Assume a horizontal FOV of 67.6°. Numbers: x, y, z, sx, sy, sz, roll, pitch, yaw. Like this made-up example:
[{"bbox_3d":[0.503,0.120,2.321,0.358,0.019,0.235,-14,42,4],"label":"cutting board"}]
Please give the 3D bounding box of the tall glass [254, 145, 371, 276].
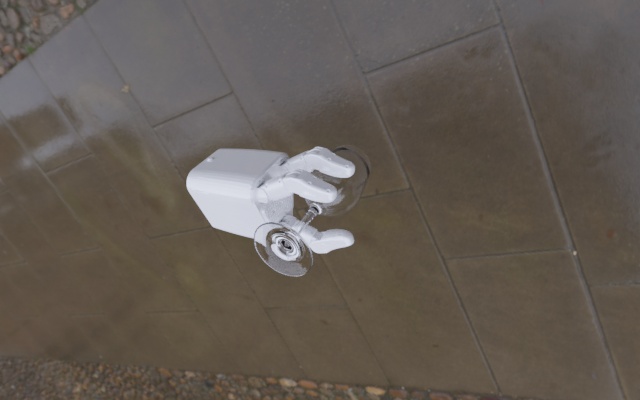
[{"bbox_3d":[0.000,0.002,0.598,0.079,0.079,0.201,0,32,31],"label":"tall glass"}]
